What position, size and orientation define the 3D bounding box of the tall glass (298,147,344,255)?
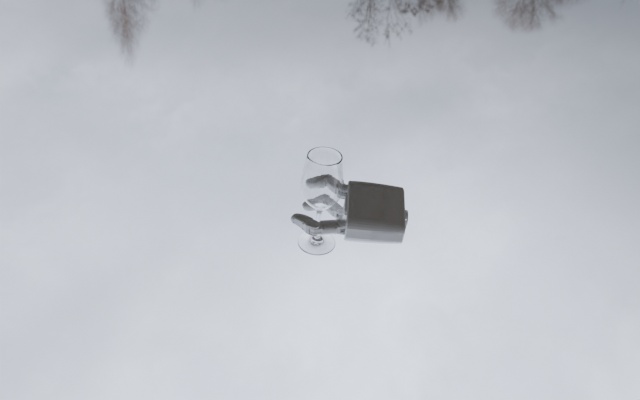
[{"bbox_3d":[0.000,0.003,0.877,0.079,0.201,0.079,3,37,-2],"label":"tall glass"}]
